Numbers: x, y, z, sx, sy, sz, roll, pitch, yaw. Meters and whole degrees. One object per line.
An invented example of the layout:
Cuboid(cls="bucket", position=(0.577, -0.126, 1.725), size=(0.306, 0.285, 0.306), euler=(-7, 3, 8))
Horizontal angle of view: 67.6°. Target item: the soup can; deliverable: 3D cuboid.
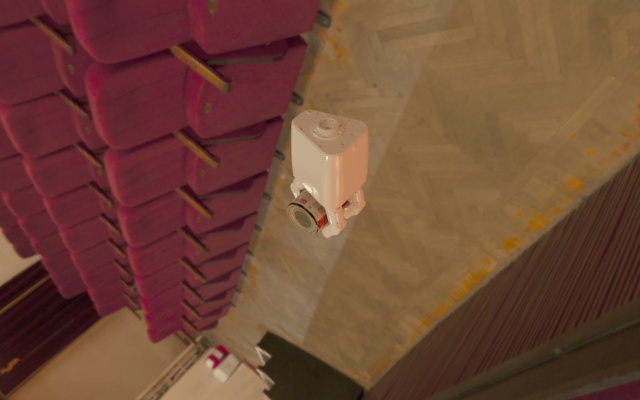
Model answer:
Cuboid(cls="soup can", position=(0.000, 0.003, 0.810), size=(0.068, 0.068, 0.102), euler=(0, 36, 49))
